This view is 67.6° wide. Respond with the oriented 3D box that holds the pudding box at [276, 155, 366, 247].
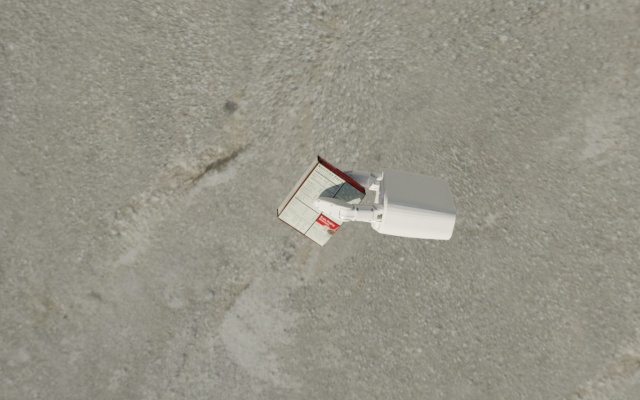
[{"bbox_3d":[0.000,0.002,0.722,0.090,0.113,0.039,35,15,-12],"label":"pudding box"}]
